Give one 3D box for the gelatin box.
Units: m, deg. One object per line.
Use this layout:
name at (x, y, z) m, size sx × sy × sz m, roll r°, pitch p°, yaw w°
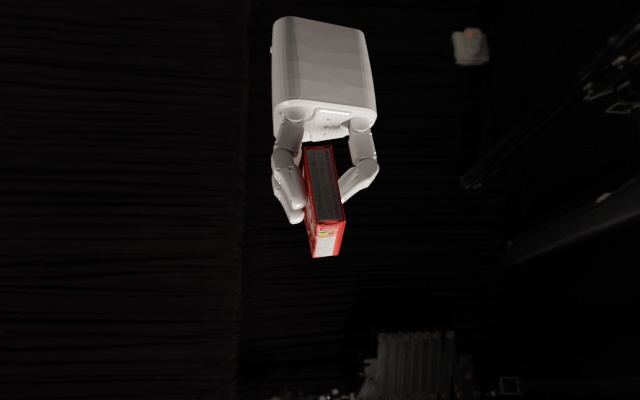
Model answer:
gelatin box at (0.001, 0.002, 0.475) m, size 0.030 × 0.089 × 0.073 m, roll -6°, pitch -30°, yaw -8°
